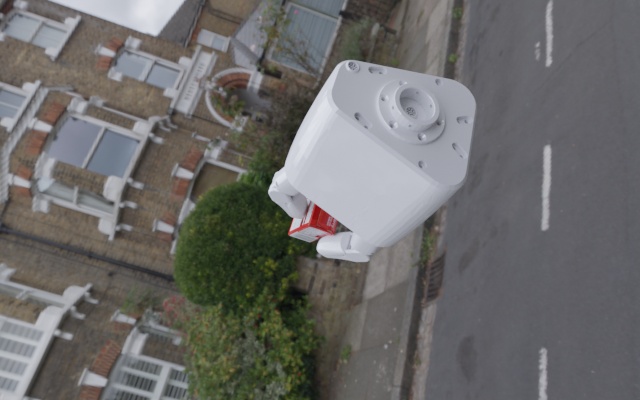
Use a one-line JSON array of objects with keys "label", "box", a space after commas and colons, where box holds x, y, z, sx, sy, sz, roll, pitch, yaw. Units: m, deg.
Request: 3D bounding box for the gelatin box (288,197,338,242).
[{"label": "gelatin box", "box": [0.000, 0.002, 0.492, 0.030, 0.073, 0.089, 21, -15, -13]}]
